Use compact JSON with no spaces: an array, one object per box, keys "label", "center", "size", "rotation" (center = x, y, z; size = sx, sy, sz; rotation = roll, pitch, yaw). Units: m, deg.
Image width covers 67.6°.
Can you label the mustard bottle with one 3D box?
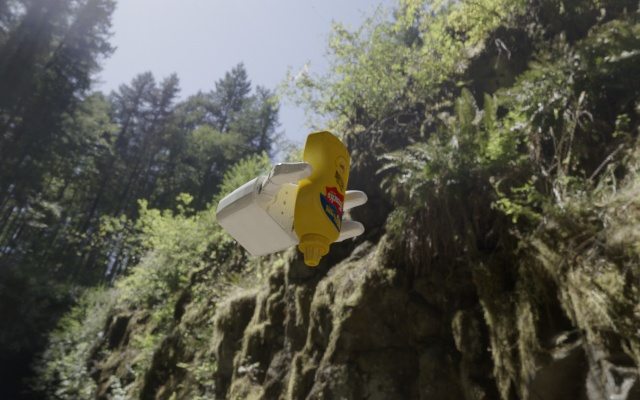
[{"label":"mustard bottle","center":[0.000,0.002,0.670],"size":[0.058,0.191,0.096],"rotation":[-5,-35,22]}]
